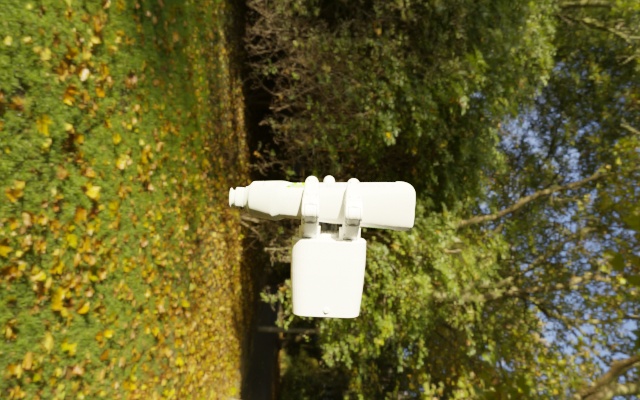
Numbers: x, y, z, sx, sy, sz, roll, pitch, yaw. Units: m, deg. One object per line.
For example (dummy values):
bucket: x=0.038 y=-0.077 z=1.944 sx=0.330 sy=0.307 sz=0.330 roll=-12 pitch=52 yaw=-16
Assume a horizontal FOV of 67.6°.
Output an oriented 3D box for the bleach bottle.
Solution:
bleach bottle: x=0.000 y=0.002 z=0.677 sx=0.251 sy=0.068 sz=0.102 roll=3 pitch=5 yaw=-1
